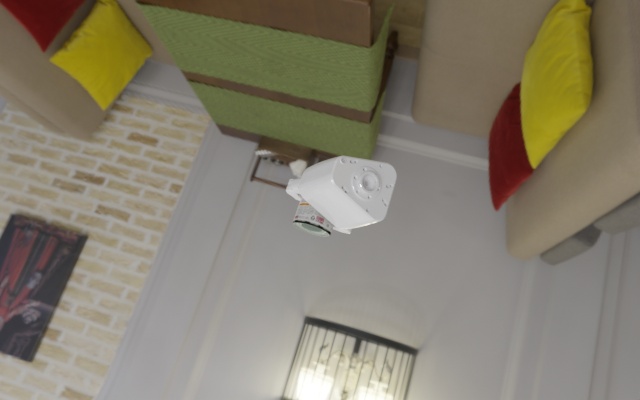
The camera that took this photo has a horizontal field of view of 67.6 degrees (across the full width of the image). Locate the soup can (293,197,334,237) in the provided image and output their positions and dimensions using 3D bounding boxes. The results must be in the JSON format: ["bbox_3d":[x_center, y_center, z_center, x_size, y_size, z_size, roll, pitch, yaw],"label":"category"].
[{"bbox_3d":[0.000,0.003,0.805,0.068,0.102,0.068,17,-16,5],"label":"soup can"}]
